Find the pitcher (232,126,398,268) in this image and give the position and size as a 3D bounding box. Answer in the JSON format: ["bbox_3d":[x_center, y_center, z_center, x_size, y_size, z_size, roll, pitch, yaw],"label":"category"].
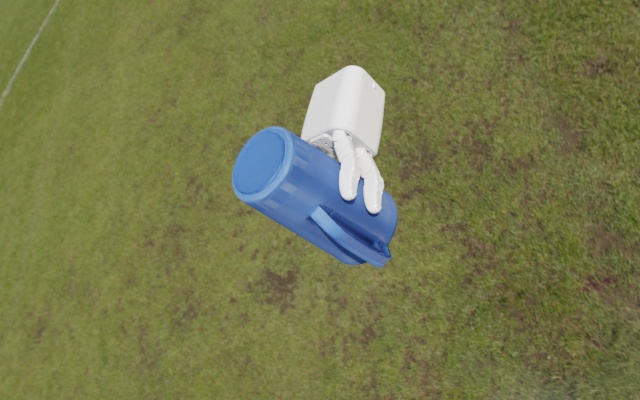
[{"bbox_3d":[0.000,0.002,0.676,0.149,0.145,0.243,-5,-25,40],"label":"pitcher"}]
